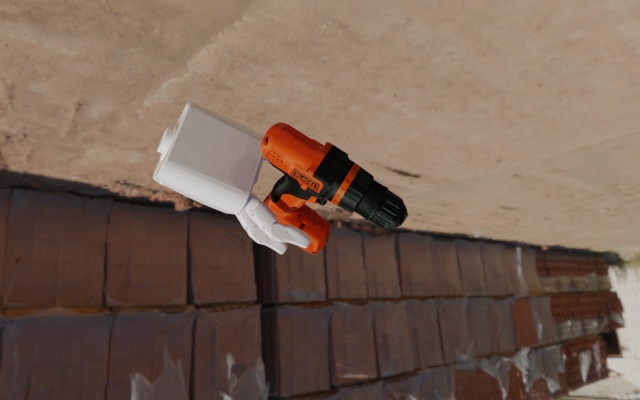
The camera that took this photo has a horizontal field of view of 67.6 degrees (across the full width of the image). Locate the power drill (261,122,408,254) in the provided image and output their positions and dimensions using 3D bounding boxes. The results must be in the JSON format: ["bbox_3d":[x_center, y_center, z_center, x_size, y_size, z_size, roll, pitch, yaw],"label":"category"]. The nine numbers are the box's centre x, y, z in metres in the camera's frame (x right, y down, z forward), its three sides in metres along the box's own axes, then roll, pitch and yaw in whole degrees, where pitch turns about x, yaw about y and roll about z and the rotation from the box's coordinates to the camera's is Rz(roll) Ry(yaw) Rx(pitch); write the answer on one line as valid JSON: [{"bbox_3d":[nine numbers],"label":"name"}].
[{"bbox_3d":[0.000,0.002,0.599,0.184,0.057,0.188,34,-31,2],"label":"power drill"}]
